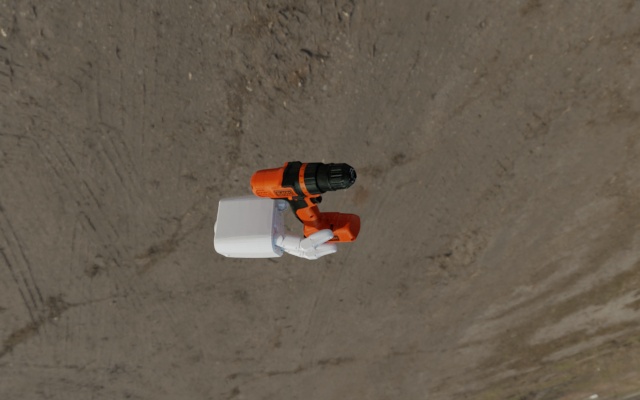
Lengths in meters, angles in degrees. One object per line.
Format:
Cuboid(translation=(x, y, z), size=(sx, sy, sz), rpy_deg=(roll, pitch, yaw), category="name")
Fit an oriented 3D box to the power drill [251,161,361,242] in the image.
Cuboid(translation=(0.000, 0.003, 0.805), size=(0.184, 0.057, 0.188), rpy_deg=(-2, -35, 29), category="power drill")
